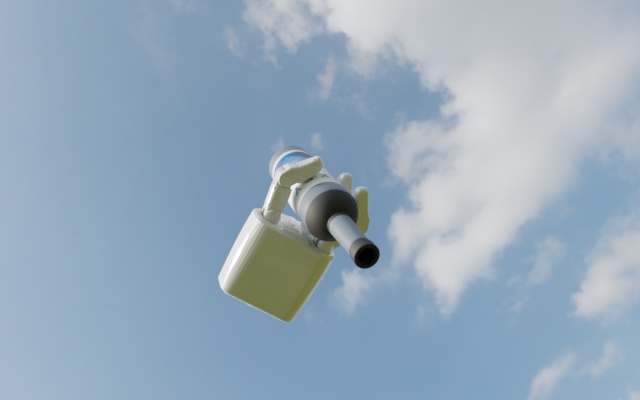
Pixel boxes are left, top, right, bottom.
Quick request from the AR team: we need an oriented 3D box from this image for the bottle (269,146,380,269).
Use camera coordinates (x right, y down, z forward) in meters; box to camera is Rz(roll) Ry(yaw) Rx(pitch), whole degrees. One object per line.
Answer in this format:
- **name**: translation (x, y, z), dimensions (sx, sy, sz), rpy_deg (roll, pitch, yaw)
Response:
- **bottle**: translation (0.000, 0.002, 0.593), dimensions (0.069, 0.069, 0.295), rpy_deg (0, 21, -19)
